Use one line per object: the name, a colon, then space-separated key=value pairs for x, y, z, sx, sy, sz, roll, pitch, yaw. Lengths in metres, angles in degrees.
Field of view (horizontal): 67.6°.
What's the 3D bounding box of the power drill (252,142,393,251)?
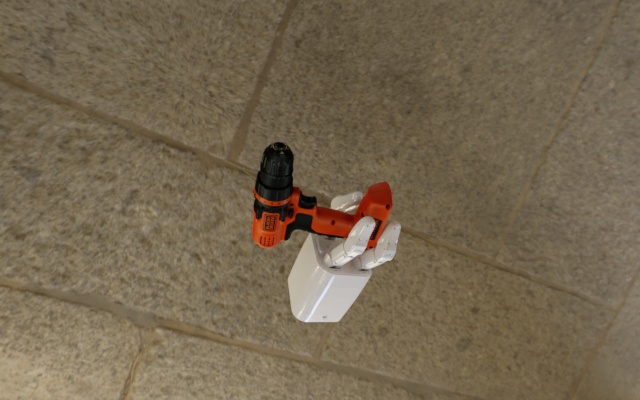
power drill: x=0.001 y=0.002 z=0.666 sx=0.187 sy=0.057 sz=0.185 roll=7 pitch=-44 yaw=-7
